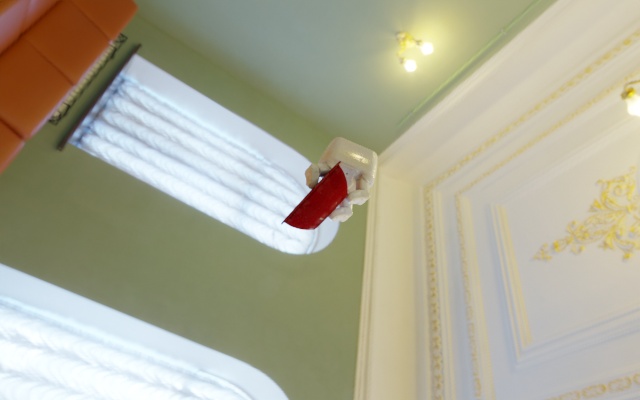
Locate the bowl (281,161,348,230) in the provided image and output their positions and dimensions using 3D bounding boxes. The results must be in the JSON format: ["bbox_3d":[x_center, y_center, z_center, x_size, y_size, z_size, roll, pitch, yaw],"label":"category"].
[{"bbox_3d":[0.000,0.004,0.886,0.055,0.162,0.162,44,0,0],"label":"bowl"}]
